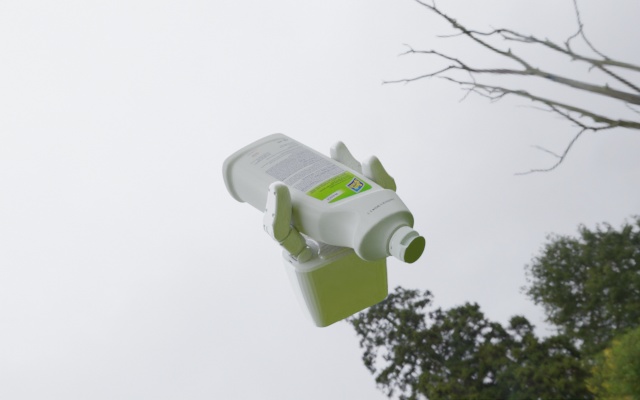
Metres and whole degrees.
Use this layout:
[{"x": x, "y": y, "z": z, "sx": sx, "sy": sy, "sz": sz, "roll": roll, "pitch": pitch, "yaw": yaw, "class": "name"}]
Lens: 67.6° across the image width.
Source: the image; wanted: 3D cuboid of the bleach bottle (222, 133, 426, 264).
[{"x": 0.000, "y": 0.002, "z": 0.508, "sx": 0.102, "sy": 0.068, "sz": 0.250, "roll": -33, "pitch": 41, "yaw": -25, "class": "bleach bottle"}]
